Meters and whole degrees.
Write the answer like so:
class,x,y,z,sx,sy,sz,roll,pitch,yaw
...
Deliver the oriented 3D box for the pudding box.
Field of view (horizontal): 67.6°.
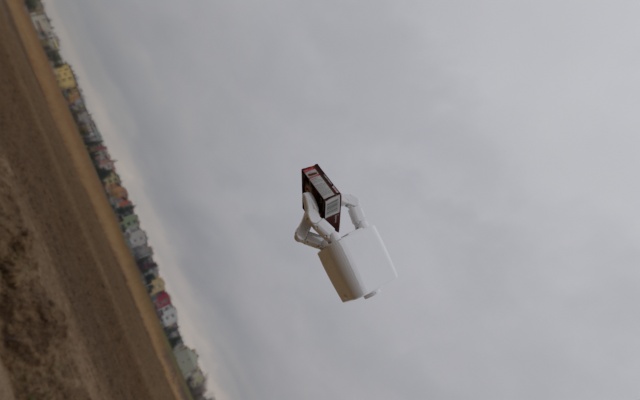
class,x,y,z,sx,sy,sz,roll,pitch,yaw
pudding box,0.000,0.003,0.881,0.039,0.114,0.090,-22,52,-21
